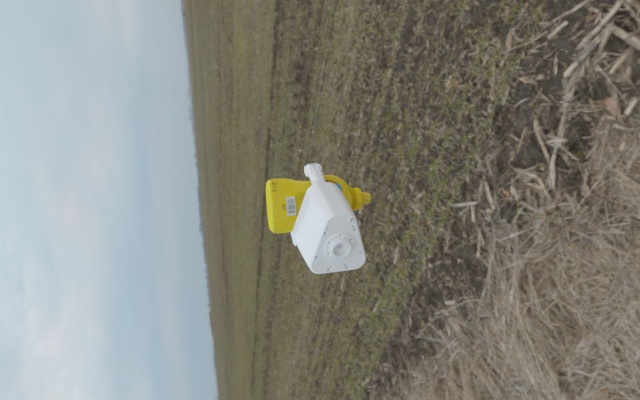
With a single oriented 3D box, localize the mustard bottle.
[{"bbox_3d":[0.000,0.003,0.869,0.191,0.096,0.058,-5,5,-15],"label":"mustard bottle"}]
